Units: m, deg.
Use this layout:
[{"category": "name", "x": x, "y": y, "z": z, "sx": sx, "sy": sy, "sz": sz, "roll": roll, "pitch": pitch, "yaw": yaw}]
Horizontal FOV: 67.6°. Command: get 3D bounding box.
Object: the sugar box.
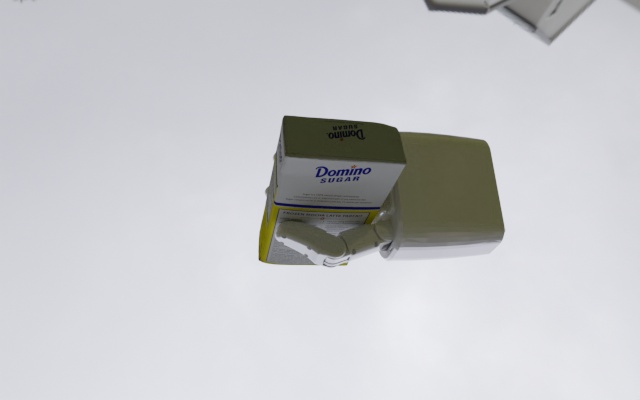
[{"category": "sugar box", "x": 0.000, "y": 0.001, "z": 0.419, "sx": 0.093, "sy": 0.048, "sz": 0.176, "roll": 3, "pitch": -35, "yaw": -13}]
